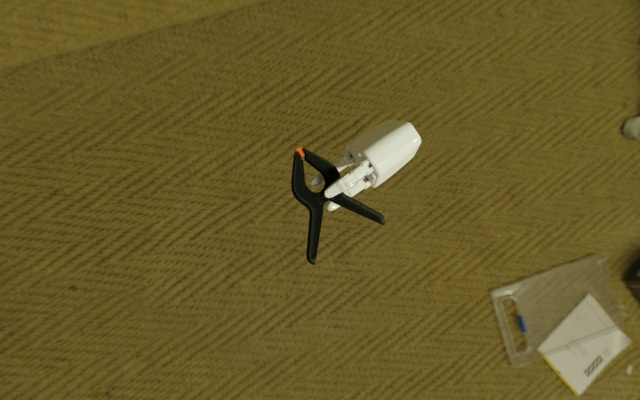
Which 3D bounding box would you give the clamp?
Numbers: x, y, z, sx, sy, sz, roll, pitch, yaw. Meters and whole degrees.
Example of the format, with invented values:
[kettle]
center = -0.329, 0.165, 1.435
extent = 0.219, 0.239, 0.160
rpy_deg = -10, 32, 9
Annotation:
[clamp]
center = 0.000, 0.002, 0.881
extent = 0.164, 0.210, 0.036
rpy_deg = -36, 5, -10
